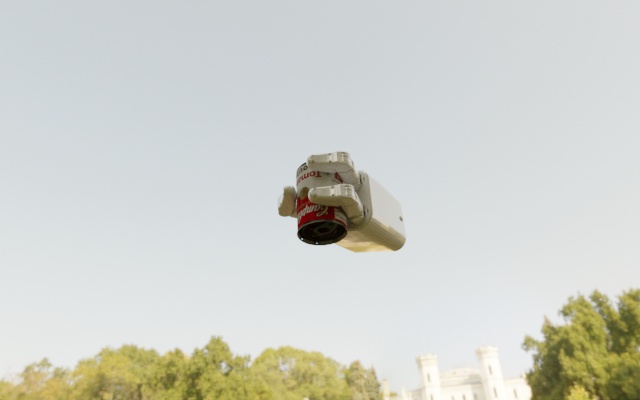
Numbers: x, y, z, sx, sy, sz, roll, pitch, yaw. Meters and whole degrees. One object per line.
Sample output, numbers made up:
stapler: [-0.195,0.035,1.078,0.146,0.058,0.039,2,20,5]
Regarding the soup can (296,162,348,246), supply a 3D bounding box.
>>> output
soup can: [0.000,0.002,0.664,0.068,0.102,0.068,-2,-32,-1]
